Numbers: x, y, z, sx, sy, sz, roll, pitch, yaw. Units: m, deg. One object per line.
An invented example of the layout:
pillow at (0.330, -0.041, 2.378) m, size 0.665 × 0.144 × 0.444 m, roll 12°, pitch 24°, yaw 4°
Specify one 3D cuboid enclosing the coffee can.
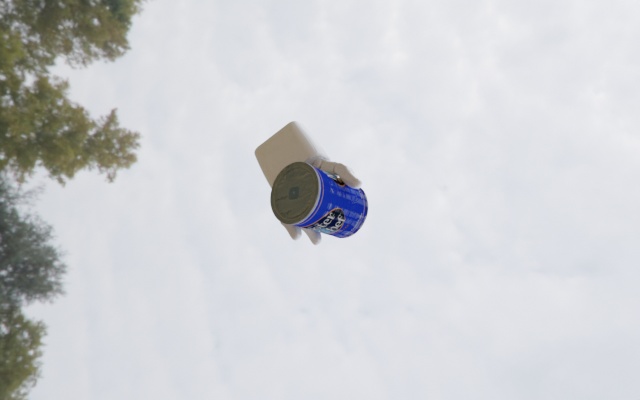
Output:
coffee can at (0.000, 0.003, 0.807) m, size 0.103 × 0.103 × 0.140 m, roll 0°, pitch -13°, yaw 40°
